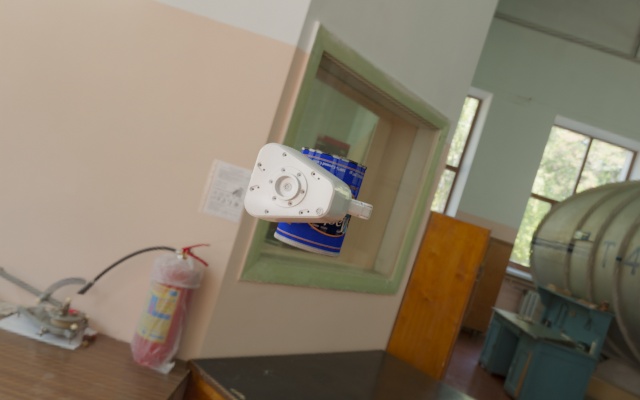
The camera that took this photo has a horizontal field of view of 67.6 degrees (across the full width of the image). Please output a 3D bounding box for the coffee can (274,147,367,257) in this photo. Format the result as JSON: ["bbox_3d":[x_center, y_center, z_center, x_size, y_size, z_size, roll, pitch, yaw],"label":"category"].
[{"bbox_3d":[0.000,0.003,0.716,0.103,0.140,0.103,18,1,0],"label":"coffee can"}]
